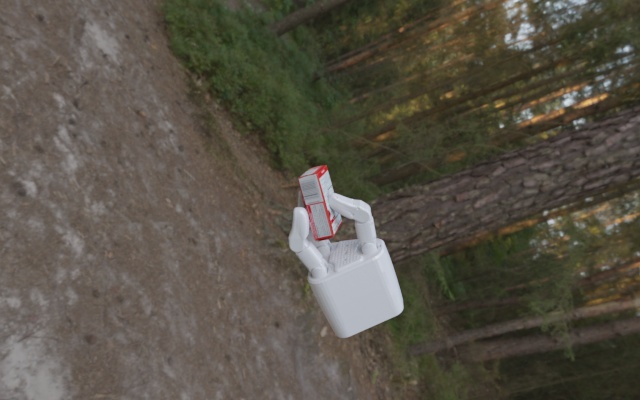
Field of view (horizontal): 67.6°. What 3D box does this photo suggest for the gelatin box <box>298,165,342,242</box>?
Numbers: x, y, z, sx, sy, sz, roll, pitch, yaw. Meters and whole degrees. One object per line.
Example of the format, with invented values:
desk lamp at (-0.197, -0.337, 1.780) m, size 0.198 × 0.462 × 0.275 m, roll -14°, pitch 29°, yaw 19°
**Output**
gelatin box at (0.000, 0.002, 0.646) m, size 0.030 × 0.089 × 0.073 m, roll -13°, pitch 11°, yaw 13°
